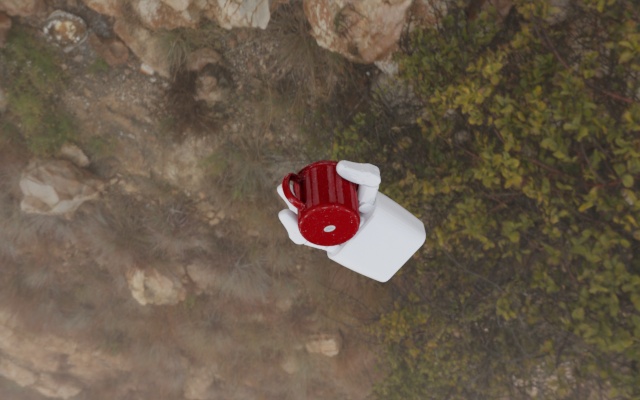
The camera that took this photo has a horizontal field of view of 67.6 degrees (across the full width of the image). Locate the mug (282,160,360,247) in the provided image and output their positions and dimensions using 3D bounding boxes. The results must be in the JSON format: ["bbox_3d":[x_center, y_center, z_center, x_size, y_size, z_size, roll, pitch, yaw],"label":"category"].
[{"bbox_3d":[-0.001,0.002,0.635,0.117,0.081,0.093,28,-54,-28],"label":"mug"}]
